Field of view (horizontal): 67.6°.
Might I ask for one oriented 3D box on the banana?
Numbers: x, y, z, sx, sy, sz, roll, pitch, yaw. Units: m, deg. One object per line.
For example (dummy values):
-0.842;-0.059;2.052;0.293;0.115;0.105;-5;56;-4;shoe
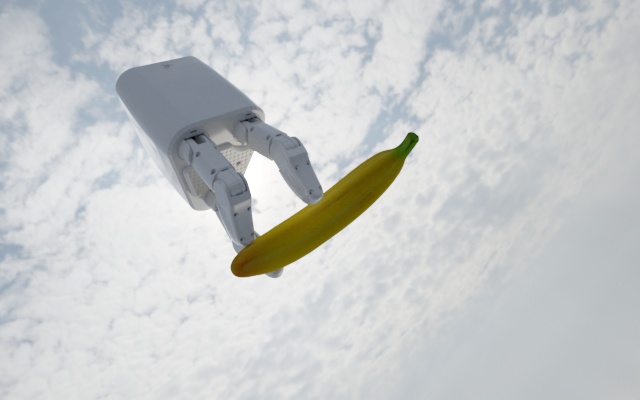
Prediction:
0.005;0.008;0.428;0.198;0.037;0.070;-38;-25;-13;banana
